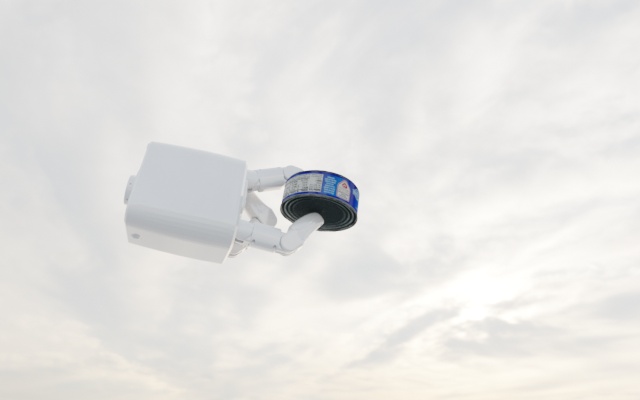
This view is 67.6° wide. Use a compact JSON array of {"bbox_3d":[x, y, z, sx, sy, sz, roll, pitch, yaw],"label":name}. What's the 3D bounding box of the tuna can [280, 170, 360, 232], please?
[{"bbox_3d":[0.000,0.001,0.527,0.086,0.033,0.086,7,-28,4],"label":"tuna can"}]
